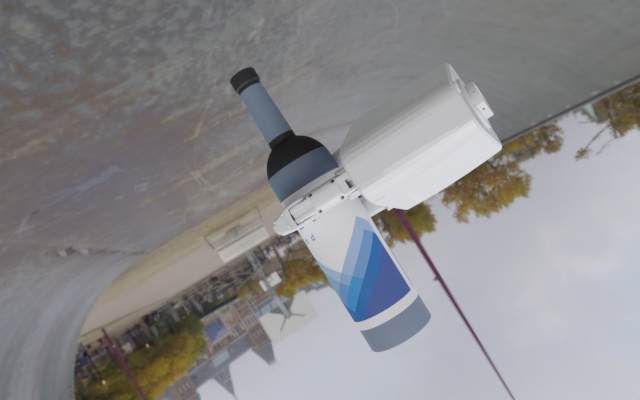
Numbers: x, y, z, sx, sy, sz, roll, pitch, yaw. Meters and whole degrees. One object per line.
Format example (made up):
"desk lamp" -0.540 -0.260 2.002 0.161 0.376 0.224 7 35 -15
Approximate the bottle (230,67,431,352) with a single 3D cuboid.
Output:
"bottle" 0.000 0.002 0.464 0.069 0.295 0.069 -32 -2 -1
